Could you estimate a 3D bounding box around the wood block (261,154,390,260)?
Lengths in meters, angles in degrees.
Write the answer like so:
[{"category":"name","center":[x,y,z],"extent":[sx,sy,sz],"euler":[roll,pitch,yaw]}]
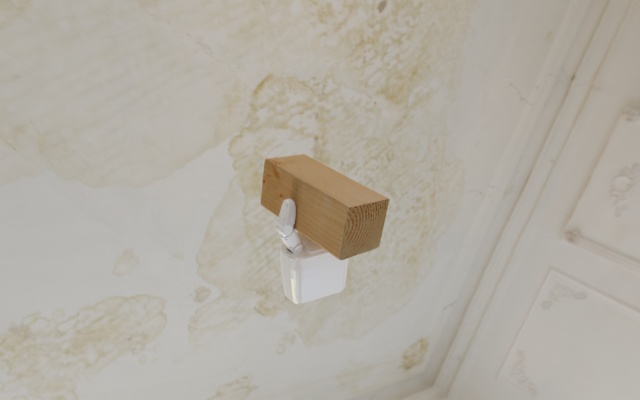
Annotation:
[{"category":"wood block","center":[0.000,0.003,0.779],"extent":[0.091,0.090,0.206],"euler":[-13,32,-40]}]
